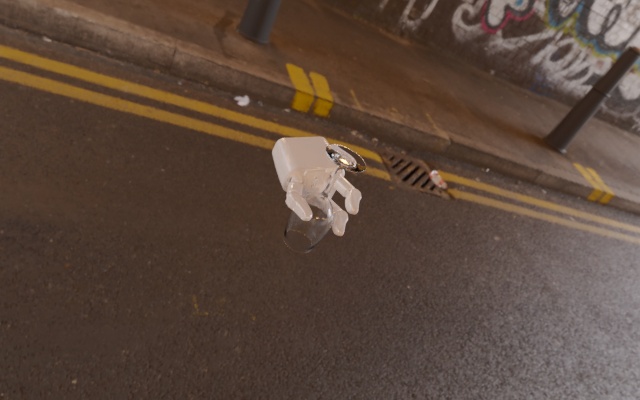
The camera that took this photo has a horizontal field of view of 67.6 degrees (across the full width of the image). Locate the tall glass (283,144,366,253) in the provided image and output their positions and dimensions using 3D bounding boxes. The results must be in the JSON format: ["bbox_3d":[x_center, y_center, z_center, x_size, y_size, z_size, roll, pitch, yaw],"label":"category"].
[{"bbox_3d":[0.000,0.002,0.837,0.079,0.201,0.079,21,33,-14],"label":"tall glass"}]
